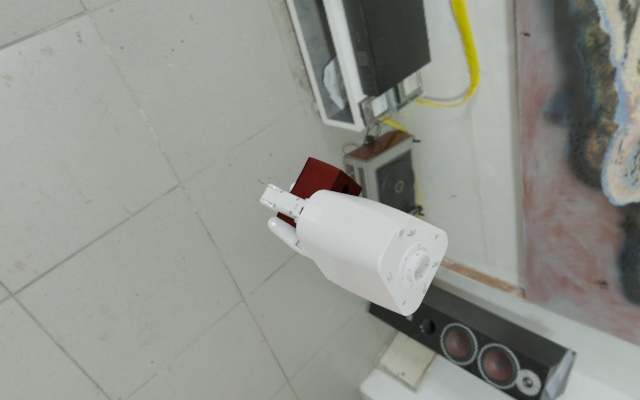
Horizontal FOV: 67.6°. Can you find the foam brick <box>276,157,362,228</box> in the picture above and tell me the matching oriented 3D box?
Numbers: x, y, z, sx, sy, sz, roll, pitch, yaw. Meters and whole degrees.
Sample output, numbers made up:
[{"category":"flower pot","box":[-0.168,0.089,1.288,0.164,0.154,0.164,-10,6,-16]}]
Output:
[{"category":"foam brick","box":[0.000,0.001,0.529,0.051,0.078,0.053,22,-9,40]}]
